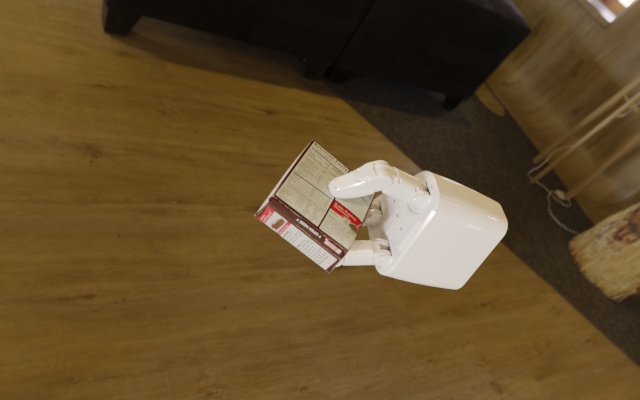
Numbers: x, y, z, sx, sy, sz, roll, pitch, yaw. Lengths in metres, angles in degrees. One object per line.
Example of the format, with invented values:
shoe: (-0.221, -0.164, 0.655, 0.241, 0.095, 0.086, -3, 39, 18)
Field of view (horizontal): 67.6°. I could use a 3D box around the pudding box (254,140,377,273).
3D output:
pudding box: (0.000, 0.001, 0.471, 0.039, 0.090, 0.113, -49, 7, 37)
